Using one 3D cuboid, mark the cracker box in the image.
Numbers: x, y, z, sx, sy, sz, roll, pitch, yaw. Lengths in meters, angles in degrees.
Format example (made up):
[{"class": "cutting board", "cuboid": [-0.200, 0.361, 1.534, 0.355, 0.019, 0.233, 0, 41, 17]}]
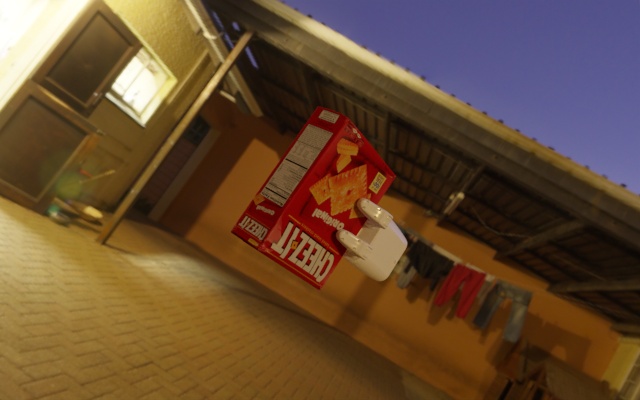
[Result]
[{"class": "cracker box", "cuboid": [0.000, 0.002, 0.685, 0.072, 0.213, 0.164, 27, -10, 41]}]
